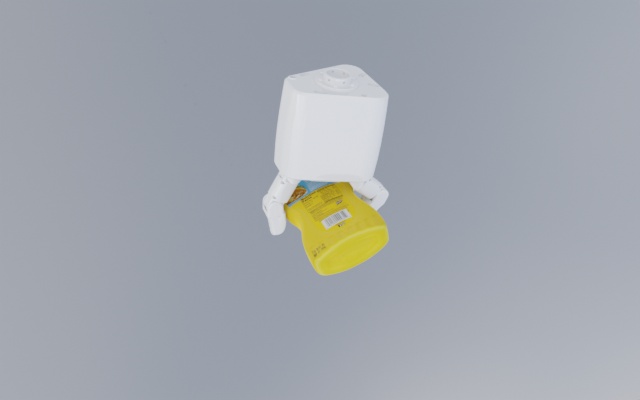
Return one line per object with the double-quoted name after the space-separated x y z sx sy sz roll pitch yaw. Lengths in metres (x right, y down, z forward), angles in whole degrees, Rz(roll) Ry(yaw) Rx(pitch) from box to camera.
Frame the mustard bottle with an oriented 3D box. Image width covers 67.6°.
0.000 0.002 0.605 0.096 0.058 0.191 -27 45 -7 "mustard bottle"
